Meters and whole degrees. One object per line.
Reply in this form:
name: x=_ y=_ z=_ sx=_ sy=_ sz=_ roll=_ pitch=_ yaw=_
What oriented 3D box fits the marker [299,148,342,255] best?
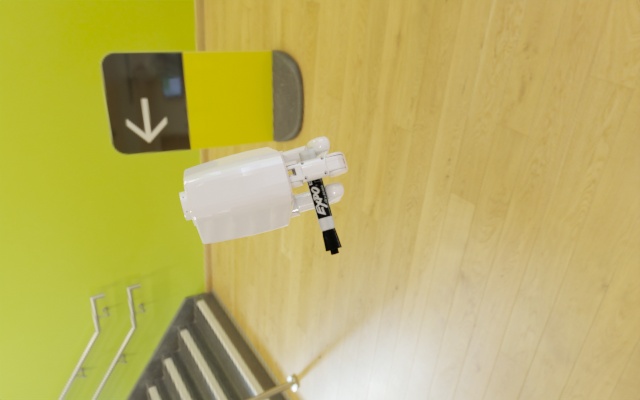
marker: x=0.000 y=0.002 z=0.536 sx=0.020 sy=0.121 sz=0.020 roll=-16 pitch=-5 yaw=-1
